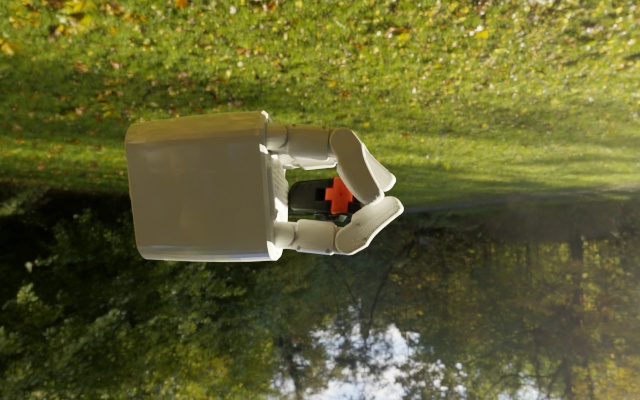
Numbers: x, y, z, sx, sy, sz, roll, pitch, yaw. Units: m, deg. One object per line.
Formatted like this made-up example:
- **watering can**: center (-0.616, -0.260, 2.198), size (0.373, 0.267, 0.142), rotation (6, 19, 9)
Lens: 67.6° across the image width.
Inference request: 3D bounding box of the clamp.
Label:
- **clamp**: center (0.000, 0.002, 0.443), size (0.120, 0.039, 0.171), rotation (-2, -8, 5)
